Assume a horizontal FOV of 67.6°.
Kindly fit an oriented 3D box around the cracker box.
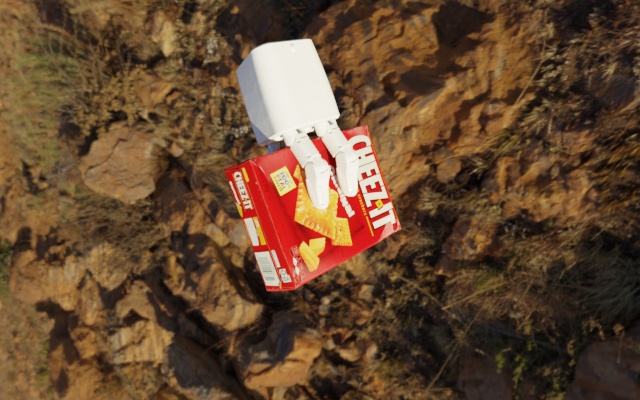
[{"bbox_3d":[0.000,0.002,0.637,0.213,0.164,0.072,-23,7,-40],"label":"cracker box"}]
